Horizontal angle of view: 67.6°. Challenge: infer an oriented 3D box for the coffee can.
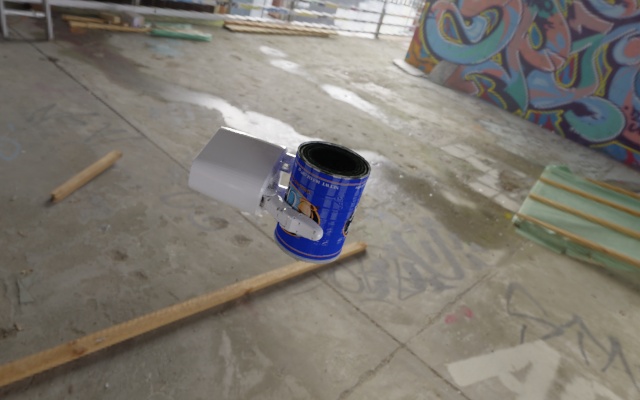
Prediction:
[{"bbox_3d":[0.000,0.002,0.665,0.103,0.140,0.102,14,29,-8],"label":"coffee can"}]
